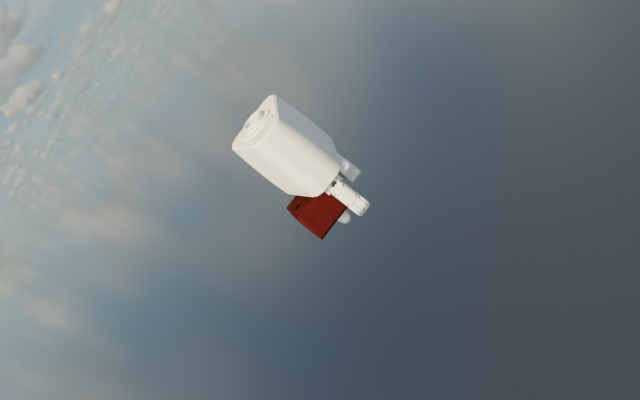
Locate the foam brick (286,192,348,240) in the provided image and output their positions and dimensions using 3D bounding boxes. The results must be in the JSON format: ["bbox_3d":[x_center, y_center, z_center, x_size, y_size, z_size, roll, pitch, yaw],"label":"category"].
[{"bbox_3d":[0.000,0.002,0.656,0.051,0.078,0.053,37,3,-27],"label":"foam brick"}]
